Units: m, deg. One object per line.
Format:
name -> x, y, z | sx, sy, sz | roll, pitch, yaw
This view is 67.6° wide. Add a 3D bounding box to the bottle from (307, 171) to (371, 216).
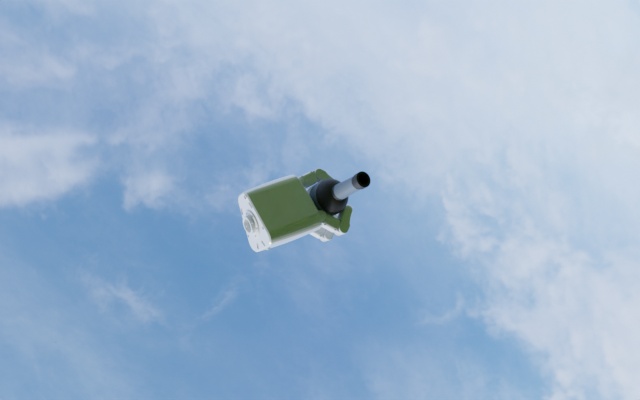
bottle -> 0.000, 0.003, 0.889 | 0.069, 0.069, 0.296 | 0, -15, -29
